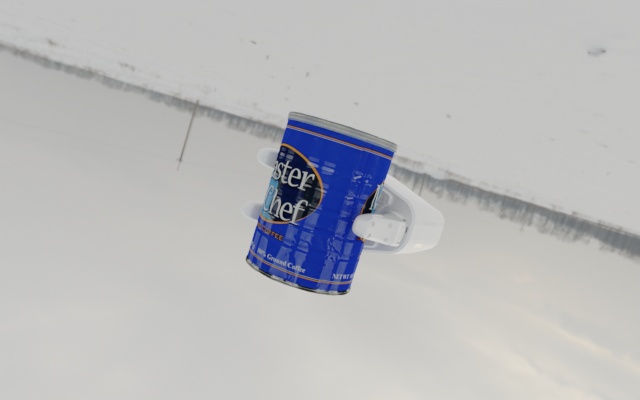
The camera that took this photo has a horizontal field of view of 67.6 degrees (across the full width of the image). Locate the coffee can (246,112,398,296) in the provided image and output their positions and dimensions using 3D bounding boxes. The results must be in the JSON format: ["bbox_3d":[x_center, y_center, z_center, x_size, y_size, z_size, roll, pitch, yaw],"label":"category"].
[{"bbox_3d":[0.000,0.001,0.438,0.103,0.140,0.103,17,6,-2],"label":"coffee can"}]
